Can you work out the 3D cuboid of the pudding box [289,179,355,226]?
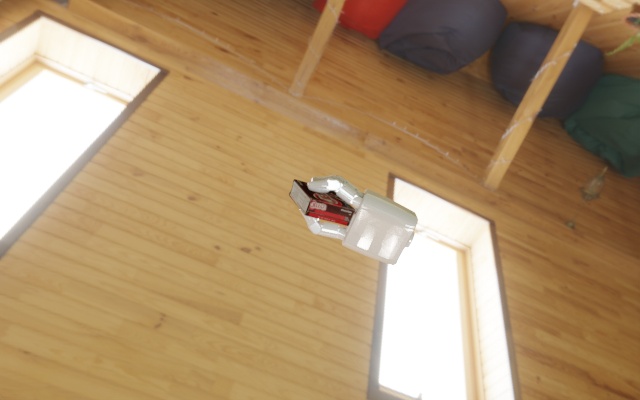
[{"bbox_3d":[0.000,0.003,0.876,0.090,0.039,0.113,16,12,-25],"label":"pudding box"}]
